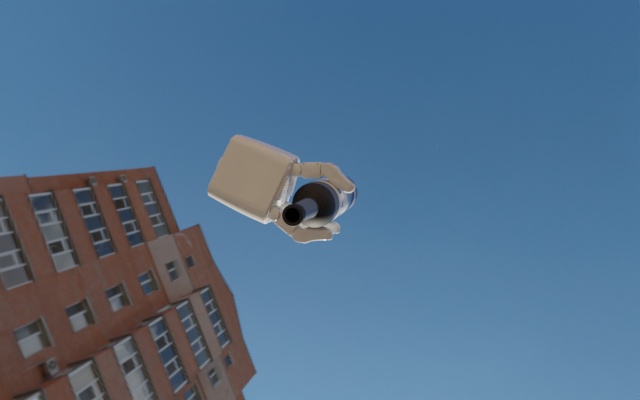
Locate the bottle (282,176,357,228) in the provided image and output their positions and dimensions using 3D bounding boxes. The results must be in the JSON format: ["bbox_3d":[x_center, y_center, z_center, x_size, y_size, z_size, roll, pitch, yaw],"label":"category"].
[{"bbox_3d":[0.000,0.002,0.728,0.069,0.069,0.295,0,6,14],"label":"bottle"}]
